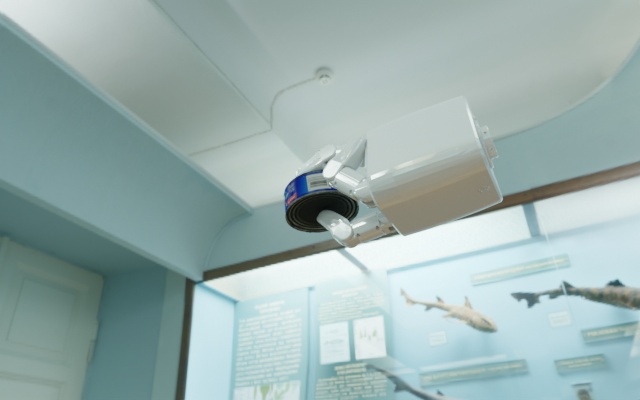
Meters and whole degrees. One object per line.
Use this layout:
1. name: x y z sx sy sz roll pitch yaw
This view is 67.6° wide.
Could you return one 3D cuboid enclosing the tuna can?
1. tuna can: 0.000 0.001 0.557 0.086 0.033 0.086 -6 -33 -4
